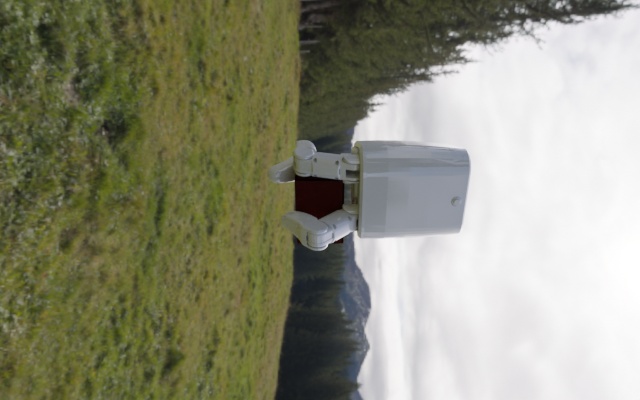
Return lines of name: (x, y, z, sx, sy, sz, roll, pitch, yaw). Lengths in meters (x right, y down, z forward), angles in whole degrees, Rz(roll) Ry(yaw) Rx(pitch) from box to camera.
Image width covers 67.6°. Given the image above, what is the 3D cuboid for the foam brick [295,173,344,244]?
foam brick: (0.000, 0.002, 0.514, 0.051, 0.078, 0.053, 0, 28, 1)
